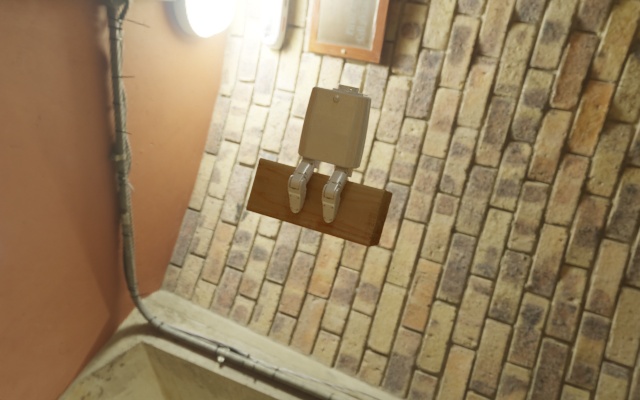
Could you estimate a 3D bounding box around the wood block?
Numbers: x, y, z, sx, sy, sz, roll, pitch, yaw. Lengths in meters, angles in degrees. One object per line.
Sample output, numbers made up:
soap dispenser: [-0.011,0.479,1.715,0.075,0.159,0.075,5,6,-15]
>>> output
wood block: [0.000,0.002,0.768,0.206,0.090,0.091,16,3,17]
